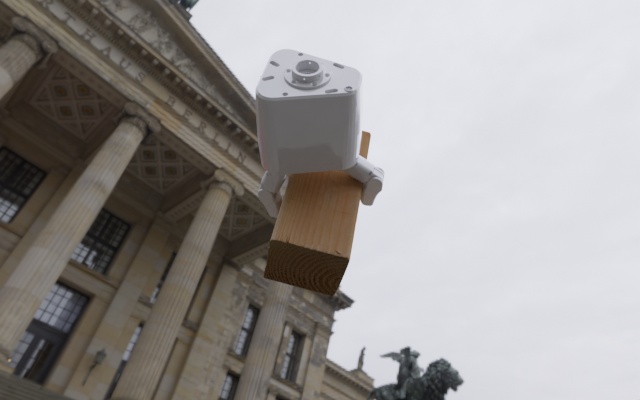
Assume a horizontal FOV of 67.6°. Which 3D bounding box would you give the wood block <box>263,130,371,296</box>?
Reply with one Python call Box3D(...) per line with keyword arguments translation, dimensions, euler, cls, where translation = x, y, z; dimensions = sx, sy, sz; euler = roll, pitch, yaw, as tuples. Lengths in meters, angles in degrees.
Box3D(translation=(0.000, 0.002, 0.606), dimensions=(0.091, 0.206, 0.090), euler=(15, -39, -1), cls="wood block")
